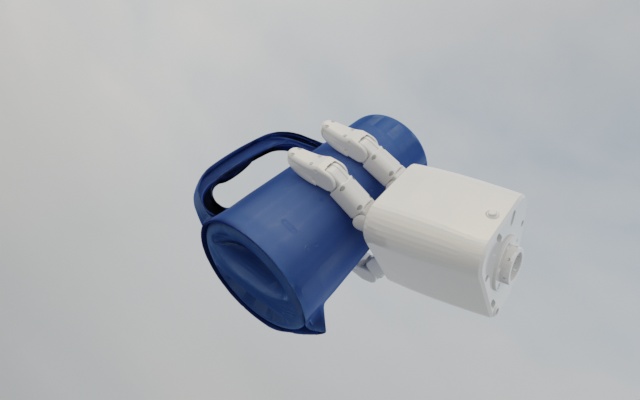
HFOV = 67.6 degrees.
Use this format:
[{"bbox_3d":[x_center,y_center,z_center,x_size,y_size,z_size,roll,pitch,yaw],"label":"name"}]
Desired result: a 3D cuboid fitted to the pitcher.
[{"bbox_3d":[0.000,0.002,0.497,0.145,0.149,0.242,18,47,37],"label":"pitcher"}]
